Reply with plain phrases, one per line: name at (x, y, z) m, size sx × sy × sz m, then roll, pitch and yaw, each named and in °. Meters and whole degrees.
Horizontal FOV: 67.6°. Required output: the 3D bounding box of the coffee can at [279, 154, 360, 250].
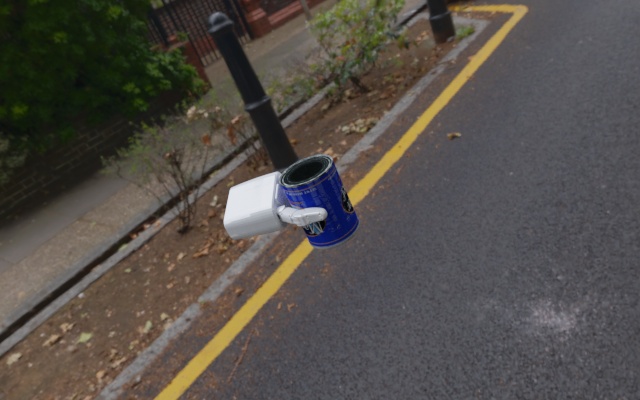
coffee can at (0.000, 0.003, 0.861) m, size 0.103 × 0.140 × 0.102 m, roll -19°, pitch 28°, yaw 11°
